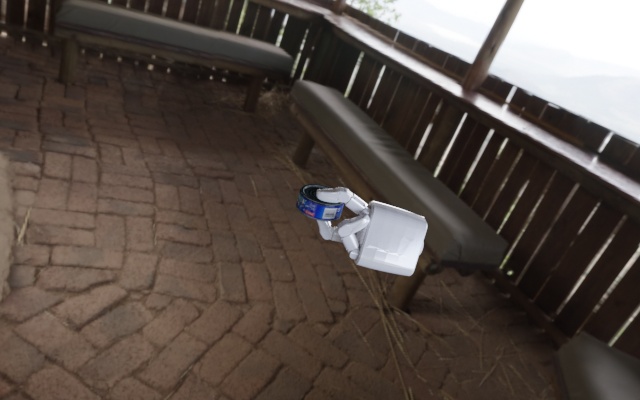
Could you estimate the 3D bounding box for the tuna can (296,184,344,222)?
[{"bbox_3d":[0.000,0.002,0.876,0.086,0.034,0.086,13,25,-6],"label":"tuna can"}]
